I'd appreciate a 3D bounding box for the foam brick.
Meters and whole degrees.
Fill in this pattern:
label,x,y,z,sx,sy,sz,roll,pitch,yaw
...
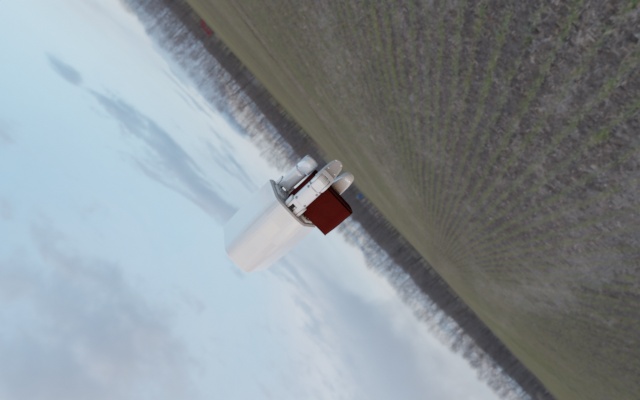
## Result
label,x,y,z,sx,sy,sz,roll,pitch,yaw
foam brick,0.000,0.002,0.680,0.051,0.078,0.053,-43,6,7
